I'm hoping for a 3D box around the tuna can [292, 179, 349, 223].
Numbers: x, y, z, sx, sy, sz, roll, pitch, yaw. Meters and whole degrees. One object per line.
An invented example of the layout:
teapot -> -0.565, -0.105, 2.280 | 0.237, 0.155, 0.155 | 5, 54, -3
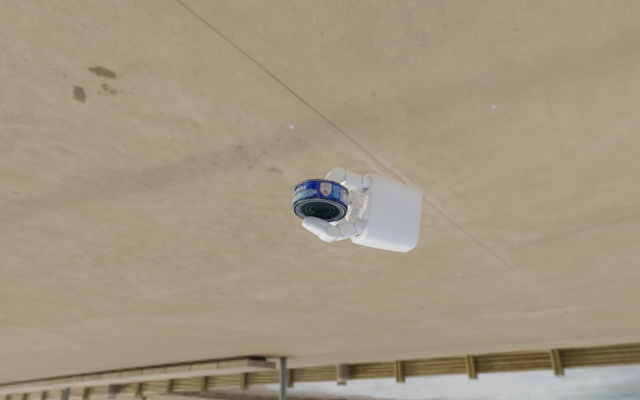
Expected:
tuna can -> 0.000, 0.003, 0.727 | 0.086, 0.033, 0.086 | 3, -27, 2
